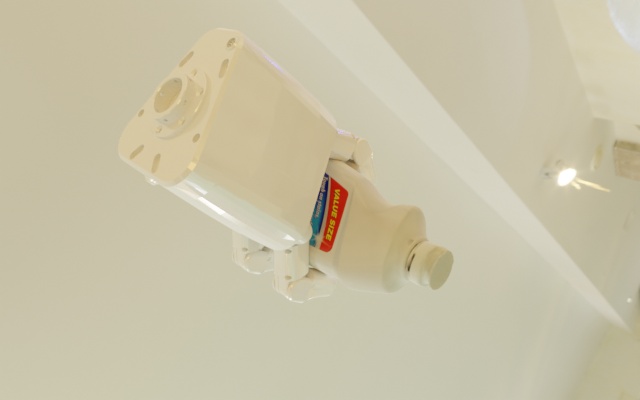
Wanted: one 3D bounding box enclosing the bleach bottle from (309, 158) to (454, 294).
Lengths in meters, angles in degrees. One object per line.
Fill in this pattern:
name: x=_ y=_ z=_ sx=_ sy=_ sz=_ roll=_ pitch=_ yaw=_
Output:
bleach bottle: x=0.000 y=0.001 z=0.404 sx=0.250 sy=0.102 sz=0.068 roll=24 pitch=-8 yaw=41
